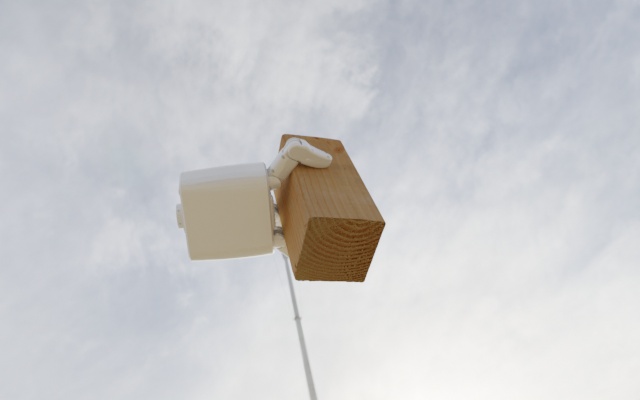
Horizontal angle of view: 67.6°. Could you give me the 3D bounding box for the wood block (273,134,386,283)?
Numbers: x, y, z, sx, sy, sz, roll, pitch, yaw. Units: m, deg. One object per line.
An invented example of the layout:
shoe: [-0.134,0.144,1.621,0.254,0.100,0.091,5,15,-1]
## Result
wood block: [0.000,0.002,0.613,0.090,0.091,0.206,5,32,-17]
